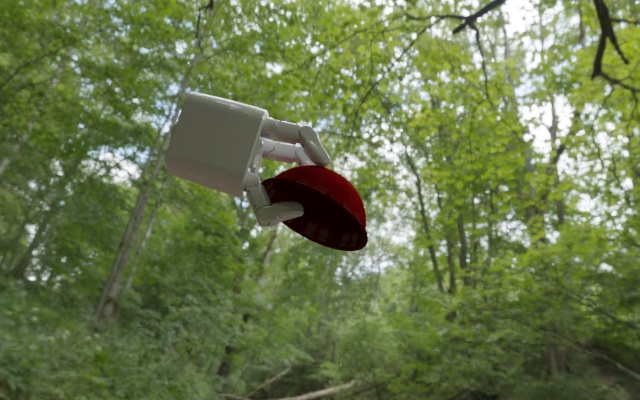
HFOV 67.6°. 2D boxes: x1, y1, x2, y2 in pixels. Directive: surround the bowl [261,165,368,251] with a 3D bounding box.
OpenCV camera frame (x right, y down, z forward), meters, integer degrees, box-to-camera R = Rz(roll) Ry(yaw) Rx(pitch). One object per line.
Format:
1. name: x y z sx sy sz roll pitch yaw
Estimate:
1. bowl: 0.001 0.002 0.642 0.162 0.055 0.162 24 -25 12
